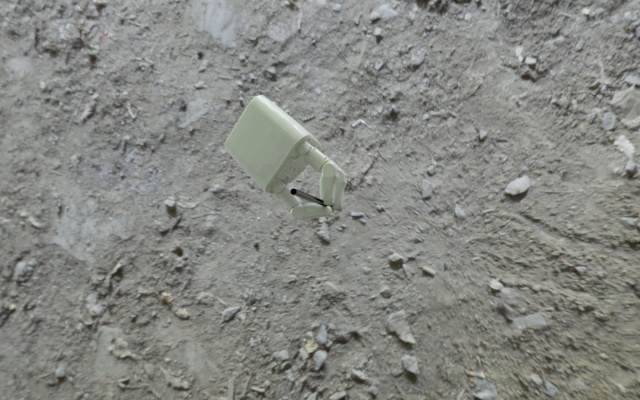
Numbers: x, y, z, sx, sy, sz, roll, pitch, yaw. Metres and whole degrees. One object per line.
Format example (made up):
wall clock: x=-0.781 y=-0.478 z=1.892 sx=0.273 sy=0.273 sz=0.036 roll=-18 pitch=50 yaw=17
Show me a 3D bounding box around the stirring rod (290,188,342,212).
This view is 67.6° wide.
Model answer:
stirring rod: x=0.000 y=0.002 z=0.675 sx=0.011 sy=0.011 sz=0.239 roll=0 pitch=-6 yaw=15
